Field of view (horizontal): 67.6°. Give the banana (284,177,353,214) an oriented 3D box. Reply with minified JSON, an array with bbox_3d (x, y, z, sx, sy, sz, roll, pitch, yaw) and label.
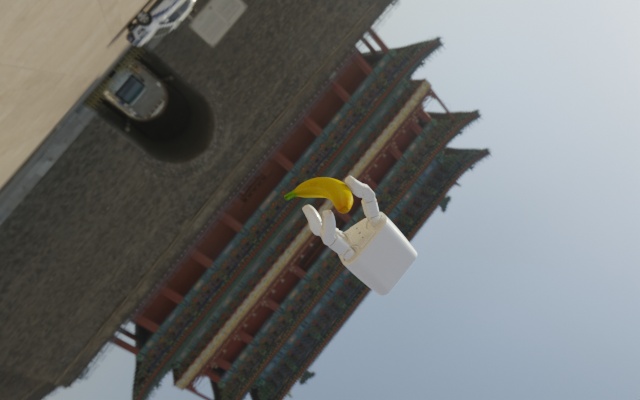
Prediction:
[{"bbox_3d":[0.010,-0.011,0.841,0.037,0.069,0.198,49,-20,-25],"label":"banana"}]
